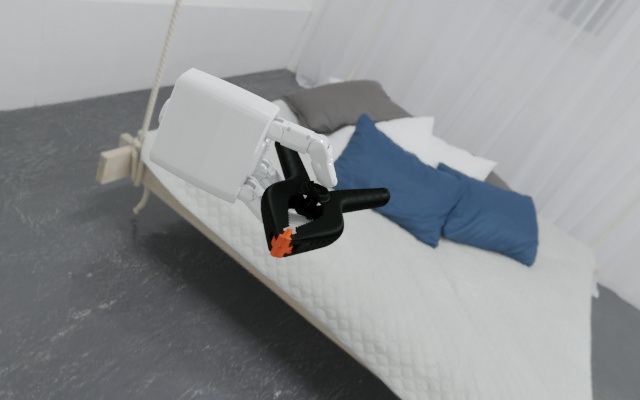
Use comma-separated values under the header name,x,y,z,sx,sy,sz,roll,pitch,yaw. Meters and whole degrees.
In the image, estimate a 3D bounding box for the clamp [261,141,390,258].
name,x,y,z,sx,sy,sz,roll,pitch,yaw
clamp,0.000,0.001,0.540,0.164,0.036,0.210,25,32,-3
